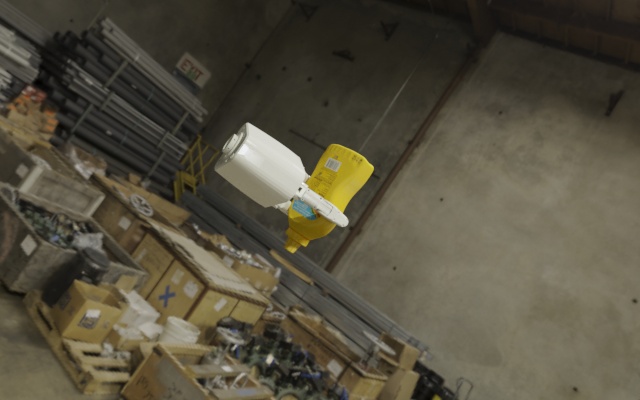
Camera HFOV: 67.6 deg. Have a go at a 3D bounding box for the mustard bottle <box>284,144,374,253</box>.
[{"bbox_3d":[0.000,0.003,0.786,0.096,0.191,0.058,30,-6,45],"label":"mustard bottle"}]
